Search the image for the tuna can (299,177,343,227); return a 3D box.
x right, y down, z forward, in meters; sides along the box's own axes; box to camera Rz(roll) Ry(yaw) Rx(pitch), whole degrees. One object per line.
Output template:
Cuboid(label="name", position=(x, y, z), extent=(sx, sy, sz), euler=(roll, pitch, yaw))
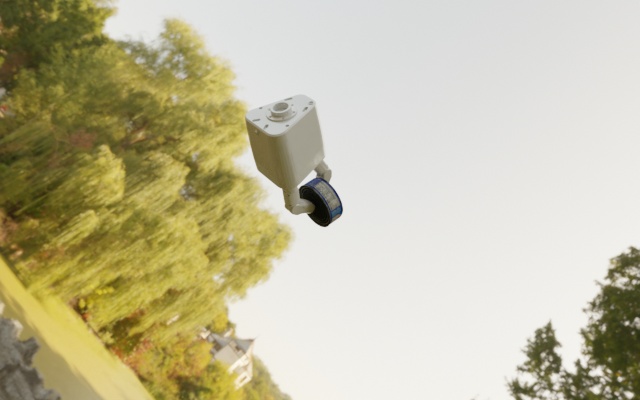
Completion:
Cuboid(label="tuna can", position=(0.001, 0.003, 0.845), extent=(0.033, 0.086, 0.086), euler=(-34, 17, -27))
